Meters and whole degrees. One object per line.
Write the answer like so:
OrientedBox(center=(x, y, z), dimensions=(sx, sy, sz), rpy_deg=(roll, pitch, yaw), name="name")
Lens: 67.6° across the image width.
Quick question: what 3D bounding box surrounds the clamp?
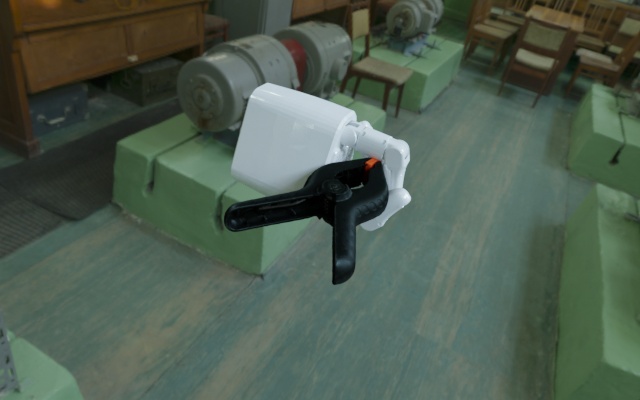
OrientedBox(center=(0.000, 0.001, 0.429), dimensions=(0.120, 0.039, 0.171), rpy_deg=(23, 35, 14), name="clamp")
